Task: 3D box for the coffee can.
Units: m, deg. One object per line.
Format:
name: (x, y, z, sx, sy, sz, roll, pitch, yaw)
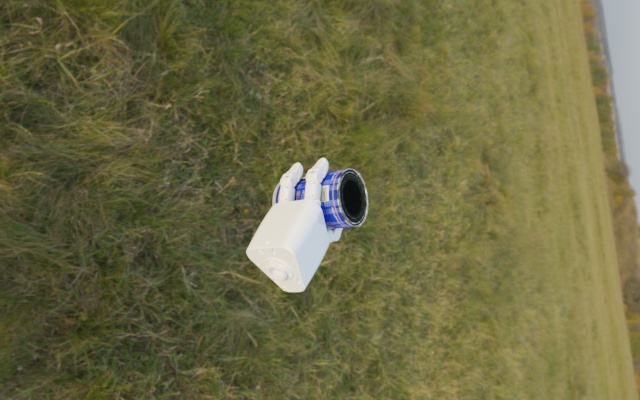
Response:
coffee can: (0.000, 0.003, 0.854, 0.140, 0.103, 0.103, -8, -4, 33)
